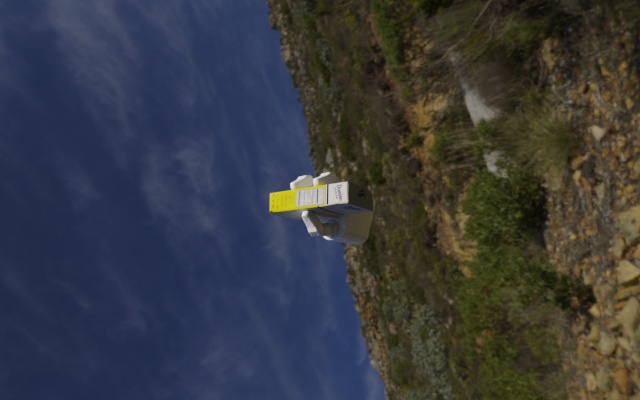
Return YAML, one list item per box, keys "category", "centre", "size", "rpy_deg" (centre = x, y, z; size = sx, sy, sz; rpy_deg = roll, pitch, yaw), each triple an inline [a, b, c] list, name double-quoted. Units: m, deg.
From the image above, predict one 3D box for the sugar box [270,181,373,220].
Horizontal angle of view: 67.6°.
- category: "sugar box"
  centre: [0.000, 0.002, 0.895]
  size: [0.176, 0.048, 0.093]
  rpy_deg: [-10, -16, 32]
